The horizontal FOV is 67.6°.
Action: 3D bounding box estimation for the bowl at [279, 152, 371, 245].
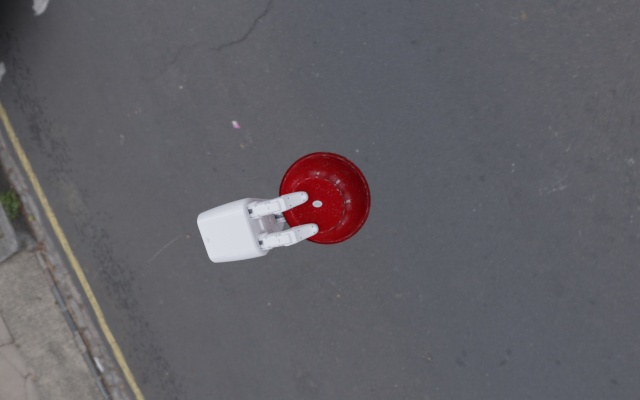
[{"bbox_3d":[0.001,0.002,0.789,0.162,0.162,0.055,0,12,13],"label":"bowl"}]
